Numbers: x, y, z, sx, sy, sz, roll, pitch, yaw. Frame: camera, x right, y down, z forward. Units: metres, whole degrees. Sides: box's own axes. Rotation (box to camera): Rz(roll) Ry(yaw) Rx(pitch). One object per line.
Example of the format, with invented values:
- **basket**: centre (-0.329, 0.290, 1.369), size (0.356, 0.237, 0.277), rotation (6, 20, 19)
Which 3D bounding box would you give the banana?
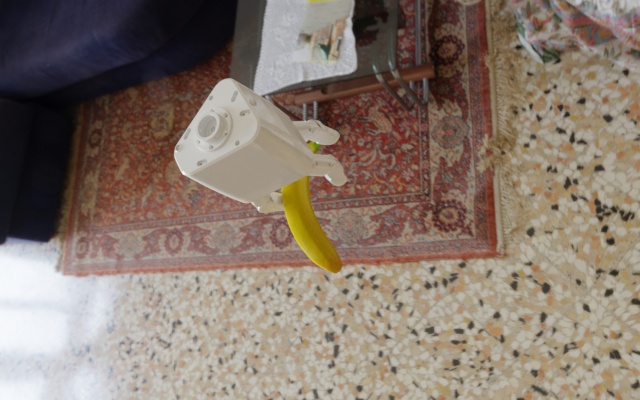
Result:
- **banana**: centre (-0.017, 0.004, 0.628), size (0.069, 0.197, 0.037), rotation (-16, -23, 23)
